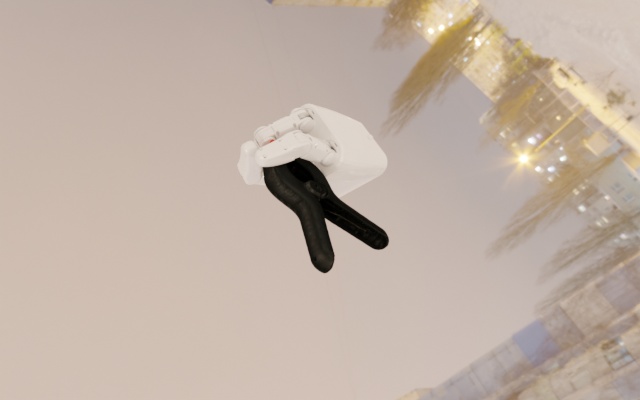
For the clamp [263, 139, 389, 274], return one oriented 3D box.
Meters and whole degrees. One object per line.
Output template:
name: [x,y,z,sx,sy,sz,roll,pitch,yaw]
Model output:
clamp: [0.000,0.002,0.520,0.120,0.171,0.039,4,-44,-51]
